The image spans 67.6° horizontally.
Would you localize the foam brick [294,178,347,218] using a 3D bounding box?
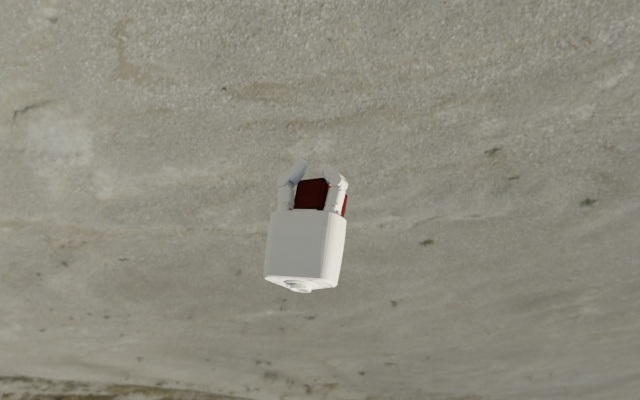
[{"bbox_3d":[0.000,0.003,0.786,0.053,0.051,0.078,-5,-24,35],"label":"foam brick"}]
